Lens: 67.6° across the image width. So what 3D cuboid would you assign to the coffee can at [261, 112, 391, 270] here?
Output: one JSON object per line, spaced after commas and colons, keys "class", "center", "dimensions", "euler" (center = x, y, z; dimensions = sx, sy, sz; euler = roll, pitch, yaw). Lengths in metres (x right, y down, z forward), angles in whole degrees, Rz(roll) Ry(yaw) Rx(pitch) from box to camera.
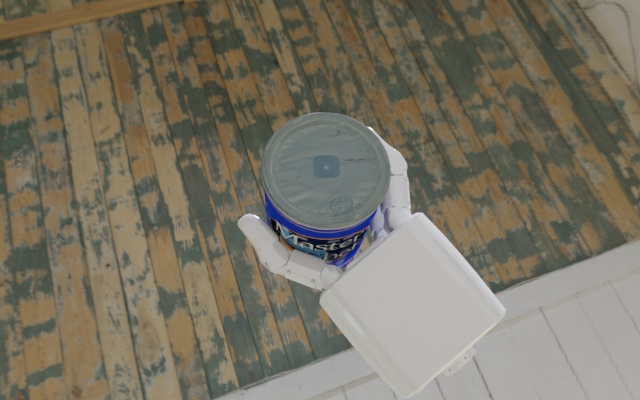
{"class": "coffee can", "center": [0.000, 0.001, 0.437], "dimensions": [0.103, 0.102, 0.140], "euler": [0, -24, -4]}
